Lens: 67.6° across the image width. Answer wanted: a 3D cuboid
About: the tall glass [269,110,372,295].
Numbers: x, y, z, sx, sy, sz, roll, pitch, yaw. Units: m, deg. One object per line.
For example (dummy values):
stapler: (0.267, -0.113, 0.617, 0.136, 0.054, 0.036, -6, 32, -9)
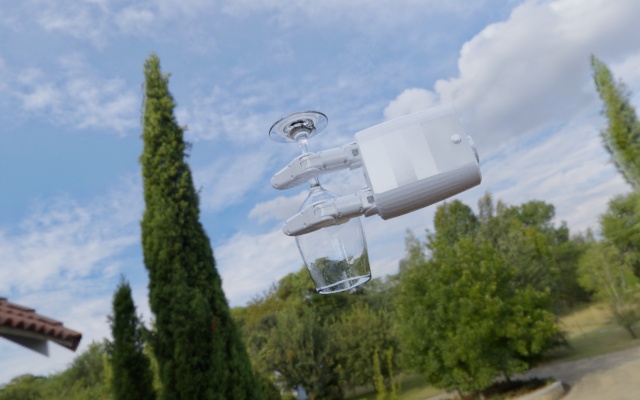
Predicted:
tall glass: (0.000, 0.001, 0.547, 0.079, 0.201, 0.079, -14, -18, -5)
